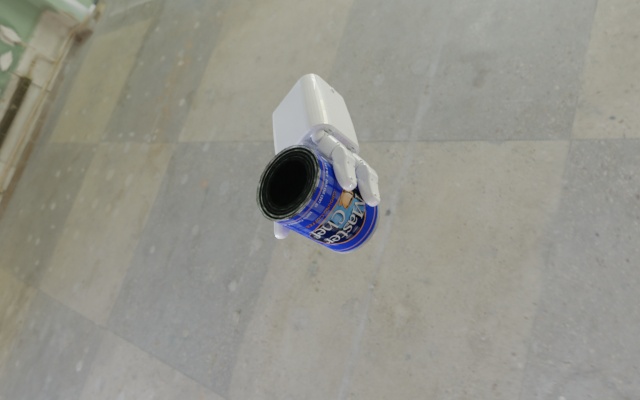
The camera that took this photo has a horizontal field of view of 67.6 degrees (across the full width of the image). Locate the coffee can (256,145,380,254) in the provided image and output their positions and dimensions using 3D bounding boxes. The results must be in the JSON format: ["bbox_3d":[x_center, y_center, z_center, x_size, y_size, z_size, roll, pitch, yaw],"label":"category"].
[{"bbox_3d":[0.000,0.002,0.636,0.103,0.102,0.140,0,-21,40],"label":"coffee can"}]
